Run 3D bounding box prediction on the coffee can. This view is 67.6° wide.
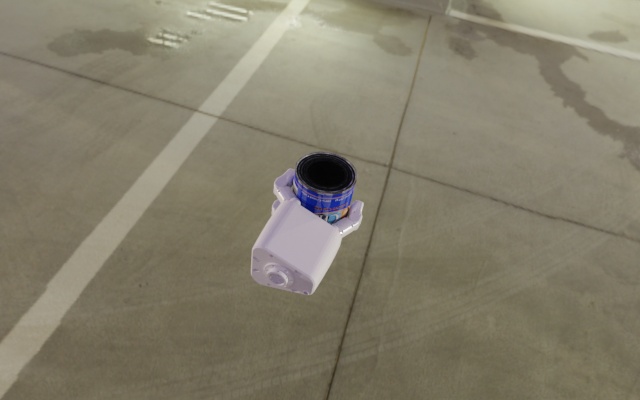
[{"bbox_3d":[0.000,0.003,0.817,0.103,0.102,0.140,5,-45,-5],"label":"coffee can"}]
